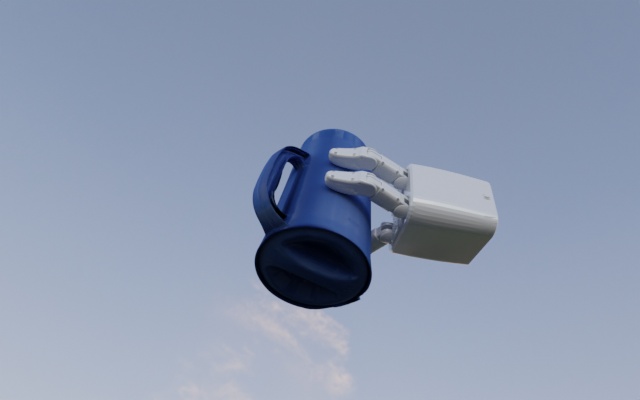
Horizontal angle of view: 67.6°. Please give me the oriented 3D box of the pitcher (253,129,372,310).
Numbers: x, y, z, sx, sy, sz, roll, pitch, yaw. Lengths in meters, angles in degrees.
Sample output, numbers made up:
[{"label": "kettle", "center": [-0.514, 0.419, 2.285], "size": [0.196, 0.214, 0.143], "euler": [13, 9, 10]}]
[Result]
[{"label": "pitcher", "center": [0.000, 0.002, 0.616], "size": [0.145, 0.149, 0.242], "euler": [10, 39, 1]}]
